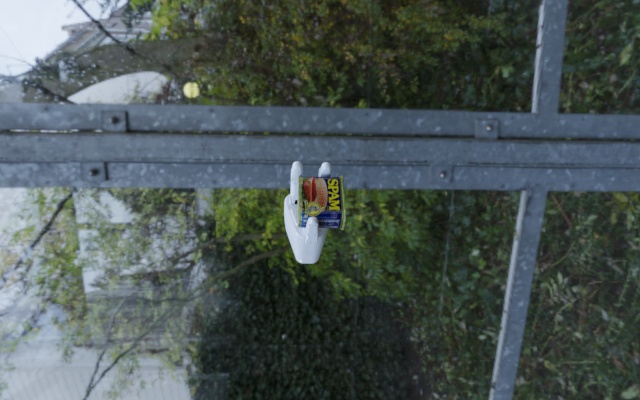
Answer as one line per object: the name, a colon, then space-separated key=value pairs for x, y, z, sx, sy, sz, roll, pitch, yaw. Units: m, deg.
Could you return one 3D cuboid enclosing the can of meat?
can of meat: x=0.000 y=0.003 z=0.884 sx=0.084 sy=0.102 sz=0.057 roll=1 pitch=-33 yaw=-5
